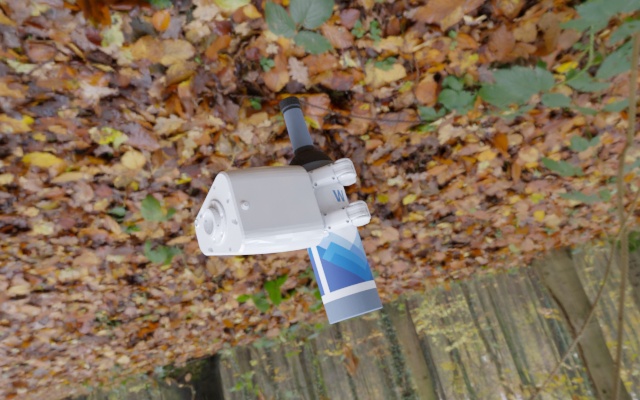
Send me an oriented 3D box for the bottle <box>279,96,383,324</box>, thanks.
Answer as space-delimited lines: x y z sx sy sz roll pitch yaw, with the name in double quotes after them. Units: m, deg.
0.000 0.002 0.607 0.069 0.295 0.069 -16 -15 -4 "bottle"
